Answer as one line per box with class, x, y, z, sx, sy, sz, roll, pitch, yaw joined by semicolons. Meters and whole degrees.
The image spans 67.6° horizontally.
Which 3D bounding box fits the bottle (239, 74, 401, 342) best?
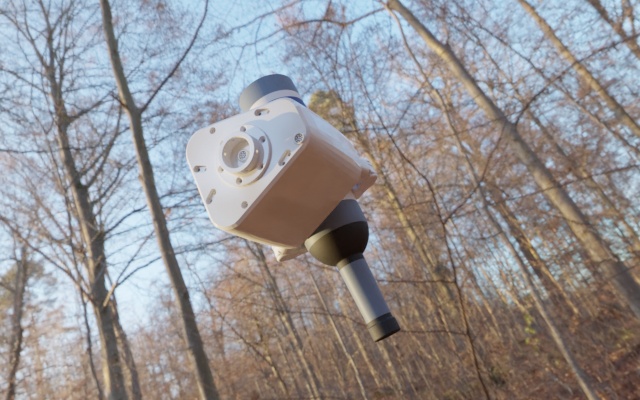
bottle;0.000;0.001;0.490;0.069;0.295;0.069;-23;-22;-10
